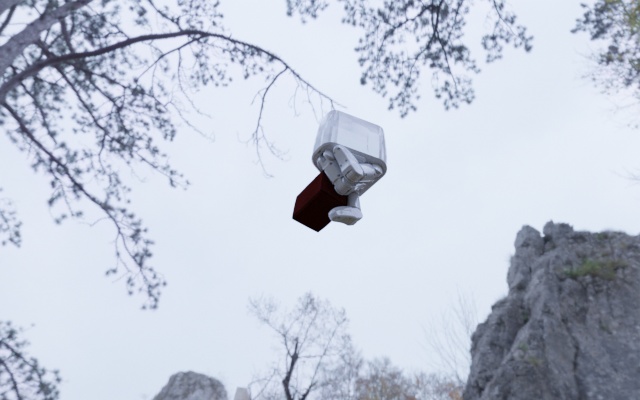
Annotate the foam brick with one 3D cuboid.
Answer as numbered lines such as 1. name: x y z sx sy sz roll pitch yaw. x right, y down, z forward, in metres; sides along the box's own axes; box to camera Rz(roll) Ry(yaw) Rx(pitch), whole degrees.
1. foam brick: 0.000 0.003 0.749 0.053 0.051 0.078 31 -52 -21
